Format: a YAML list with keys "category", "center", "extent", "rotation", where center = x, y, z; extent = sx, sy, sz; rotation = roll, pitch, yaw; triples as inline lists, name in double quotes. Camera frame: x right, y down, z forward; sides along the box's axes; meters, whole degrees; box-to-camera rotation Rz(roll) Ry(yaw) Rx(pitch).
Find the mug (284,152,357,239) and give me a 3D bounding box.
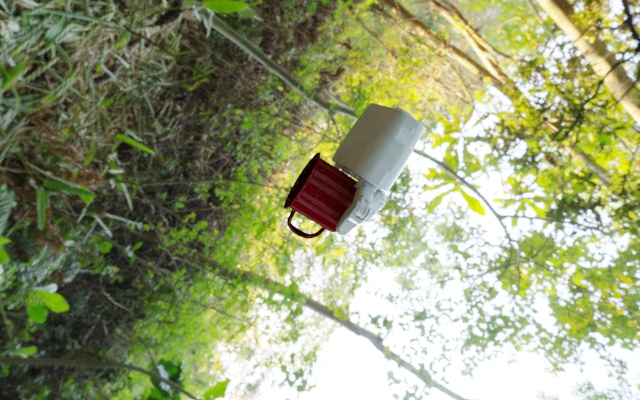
- category: "mug"
  center: [0.000, 0.004, 0.677]
  extent: [0.081, 0.117, 0.093]
  rotation: [32, 4, -11]
